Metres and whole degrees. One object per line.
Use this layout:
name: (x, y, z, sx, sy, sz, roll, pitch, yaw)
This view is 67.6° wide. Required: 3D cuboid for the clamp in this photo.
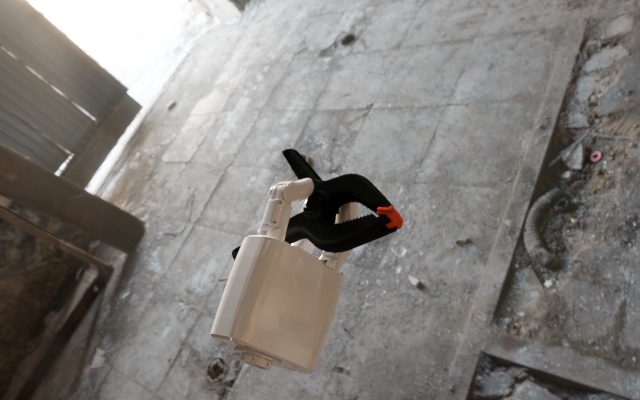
clamp: (0.000, 0.002, 0.550, 0.210, 0.164, 0.036, -3, -31, 37)
